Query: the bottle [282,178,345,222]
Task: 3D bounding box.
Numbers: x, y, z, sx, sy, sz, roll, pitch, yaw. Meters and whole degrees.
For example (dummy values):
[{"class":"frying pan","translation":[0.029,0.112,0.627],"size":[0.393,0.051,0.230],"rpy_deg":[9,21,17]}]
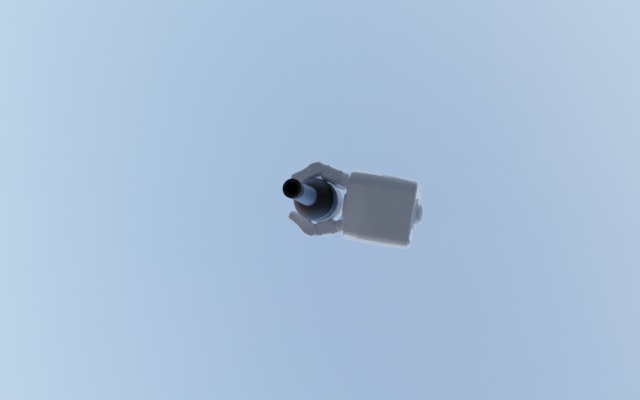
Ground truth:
[{"class":"bottle","translation":[0.000,0.003,0.778],"size":[0.069,0.069,0.296],"rpy_deg":[0,-7,15]}]
